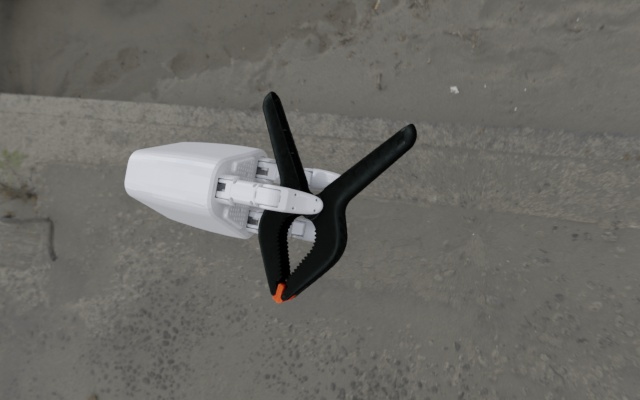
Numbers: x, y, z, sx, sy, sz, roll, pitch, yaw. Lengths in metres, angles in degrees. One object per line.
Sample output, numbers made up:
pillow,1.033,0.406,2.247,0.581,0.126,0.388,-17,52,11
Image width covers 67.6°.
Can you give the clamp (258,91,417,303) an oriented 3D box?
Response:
clamp,-0.001,0.002,0.472,0.164,0.210,0.036,10,-1,22
